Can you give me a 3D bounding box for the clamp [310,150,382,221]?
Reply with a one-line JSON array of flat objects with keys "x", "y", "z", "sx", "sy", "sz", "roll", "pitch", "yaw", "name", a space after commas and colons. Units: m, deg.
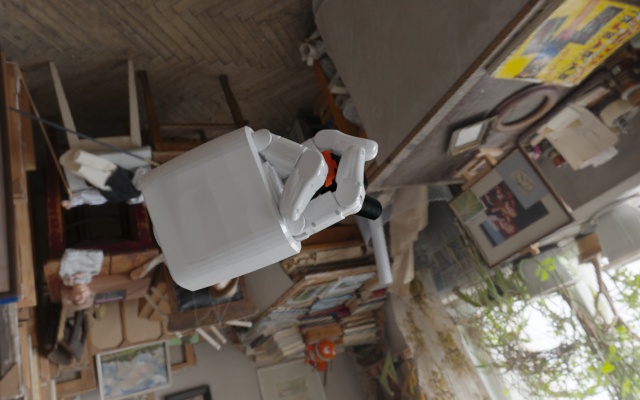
[{"x": 0.000, "y": 0.002, "z": 0.499, "sx": 0.120, "sy": 0.039, "sz": 0.171, "roll": -22, "pitch": -24, "yaw": 4, "name": "clamp"}]
